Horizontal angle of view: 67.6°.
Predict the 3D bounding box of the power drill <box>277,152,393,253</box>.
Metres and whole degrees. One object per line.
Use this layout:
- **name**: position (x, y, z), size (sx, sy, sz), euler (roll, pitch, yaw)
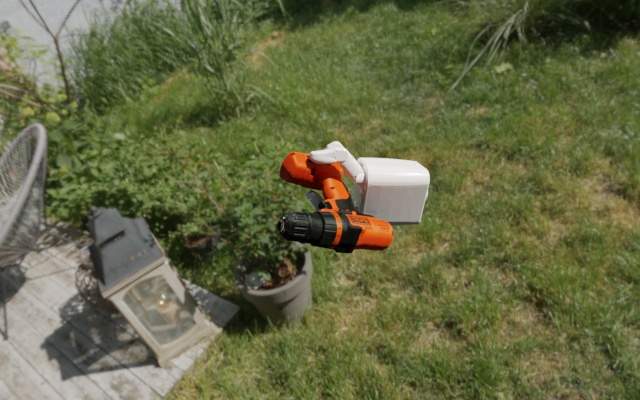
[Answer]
- **power drill**: position (0.000, 0.002, 0.722), size (0.184, 0.057, 0.187), euler (10, 35, -32)
